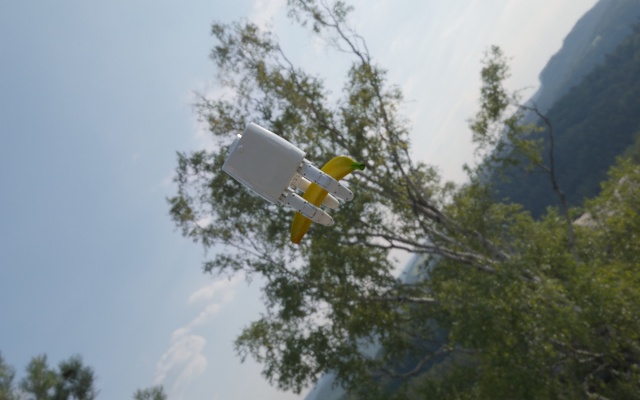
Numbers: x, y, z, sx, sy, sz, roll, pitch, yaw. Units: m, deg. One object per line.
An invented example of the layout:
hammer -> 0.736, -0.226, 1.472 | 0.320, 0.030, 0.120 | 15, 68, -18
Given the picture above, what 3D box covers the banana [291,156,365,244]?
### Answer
banana -> 0.000, -0.011, 0.830 | 0.037, 0.198, 0.069 | 26, 28, -25
